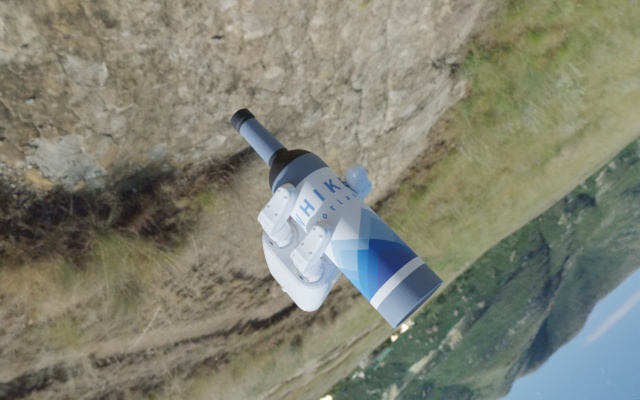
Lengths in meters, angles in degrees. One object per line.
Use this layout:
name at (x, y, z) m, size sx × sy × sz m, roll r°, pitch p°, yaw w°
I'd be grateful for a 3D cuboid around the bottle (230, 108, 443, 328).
bottle at (0.000, 0.002, 0.513) m, size 0.295 × 0.069 × 0.069 m, roll 46°, pitch 20°, yaw 20°
